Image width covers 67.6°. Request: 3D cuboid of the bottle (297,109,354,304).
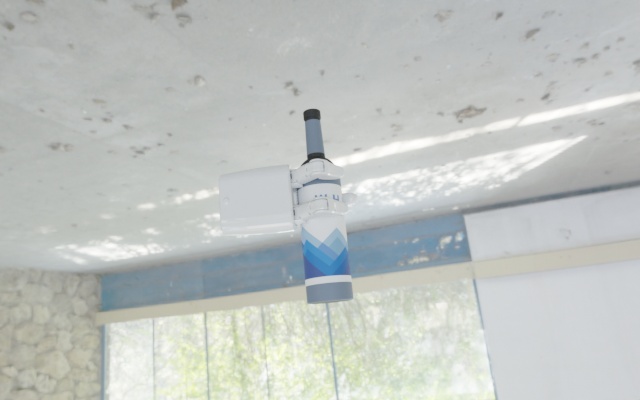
[{"bbox_3d":[0.000,0.003,0.715,0.069,0.295,0.069,-5,-15,-1],"label":"bottle"}]
